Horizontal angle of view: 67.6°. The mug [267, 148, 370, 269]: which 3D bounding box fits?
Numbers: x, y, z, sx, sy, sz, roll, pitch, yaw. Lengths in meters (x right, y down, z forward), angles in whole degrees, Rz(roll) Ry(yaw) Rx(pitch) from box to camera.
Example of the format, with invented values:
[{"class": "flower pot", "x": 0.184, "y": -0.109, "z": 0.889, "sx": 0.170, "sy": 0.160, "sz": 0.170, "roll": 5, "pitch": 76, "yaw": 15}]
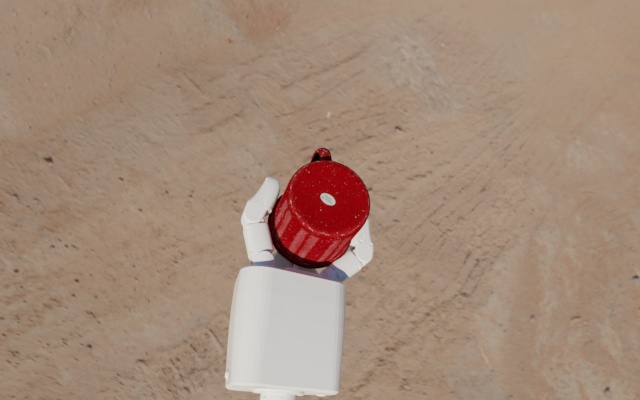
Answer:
[{"class": "mug", "x": 0.000, "y": 0.000, "z": 0.480, "sx": 0.093, "sy": 0.117, "sz": 0.081, "roll": 9, "pitch": -25, "yaw": -12}]
